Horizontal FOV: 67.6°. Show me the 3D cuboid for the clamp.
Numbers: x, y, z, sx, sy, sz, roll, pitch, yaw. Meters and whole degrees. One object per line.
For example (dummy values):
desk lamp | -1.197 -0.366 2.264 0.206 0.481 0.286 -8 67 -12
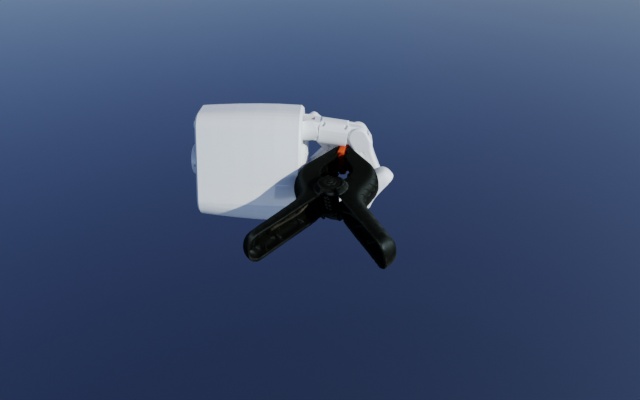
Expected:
clamp | 0.000 0.001 0.427 0.120 0.039 0.171 2 31 1
